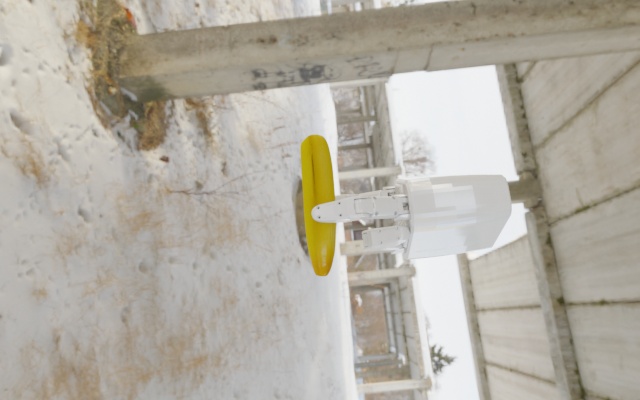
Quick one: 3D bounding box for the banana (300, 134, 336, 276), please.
[{"bbox_3d":[-0.002,-0.012,0.552,0.037,0.197,0.070,-6,-38,1],"label":"banana"}]
